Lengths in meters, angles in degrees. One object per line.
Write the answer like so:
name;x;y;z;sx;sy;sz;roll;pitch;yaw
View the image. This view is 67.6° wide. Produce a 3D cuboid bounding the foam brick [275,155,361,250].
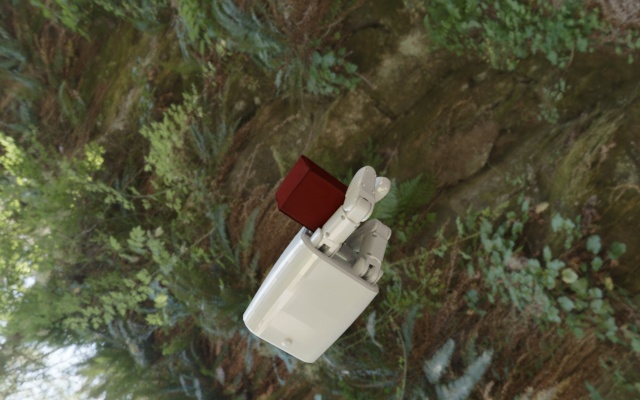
foam brick;0.000;0.001;0.480;0.078;0.051;0.053;35;12;-19
